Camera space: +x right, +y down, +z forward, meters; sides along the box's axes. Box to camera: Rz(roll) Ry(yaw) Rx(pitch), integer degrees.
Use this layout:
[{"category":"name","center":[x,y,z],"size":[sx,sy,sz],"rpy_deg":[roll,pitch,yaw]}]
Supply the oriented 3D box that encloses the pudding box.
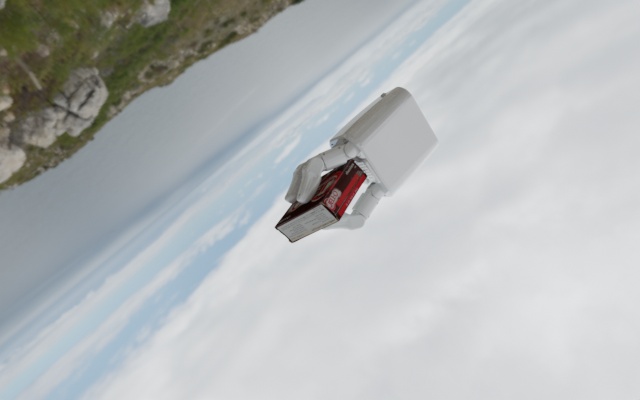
[{"category":"pudding box","center":[0.000,0.002,0.631],"size":[0.113,0.039,0.090],"rpy_deg":[-32,17,49]}]
